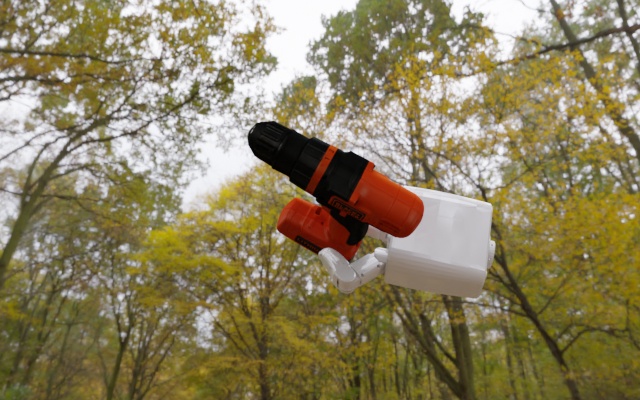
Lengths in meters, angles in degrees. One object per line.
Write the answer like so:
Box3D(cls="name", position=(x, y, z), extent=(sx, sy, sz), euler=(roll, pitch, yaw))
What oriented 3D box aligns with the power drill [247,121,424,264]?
Box3D(cls="power drill", position=(0.000, 0.002, 0.520), extent=(0.184, 0.057, 0.188), euler=(30, -22, 1))
